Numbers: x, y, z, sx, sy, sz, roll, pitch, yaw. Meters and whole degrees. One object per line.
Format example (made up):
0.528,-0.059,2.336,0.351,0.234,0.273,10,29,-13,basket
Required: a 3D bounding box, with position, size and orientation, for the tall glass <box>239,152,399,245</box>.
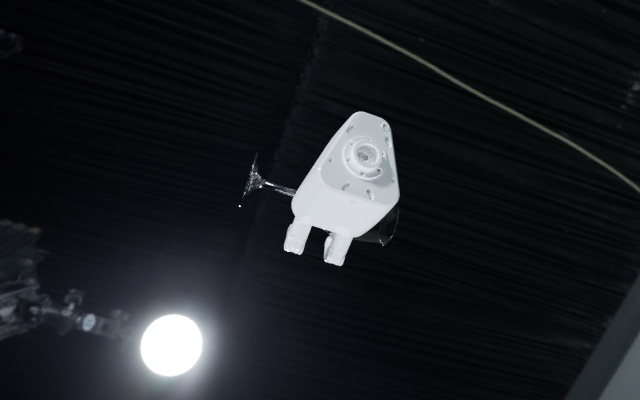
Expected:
-0.001,0.002,0.631,0.201,0.079,0.079,18,-3,-10,tall glass
